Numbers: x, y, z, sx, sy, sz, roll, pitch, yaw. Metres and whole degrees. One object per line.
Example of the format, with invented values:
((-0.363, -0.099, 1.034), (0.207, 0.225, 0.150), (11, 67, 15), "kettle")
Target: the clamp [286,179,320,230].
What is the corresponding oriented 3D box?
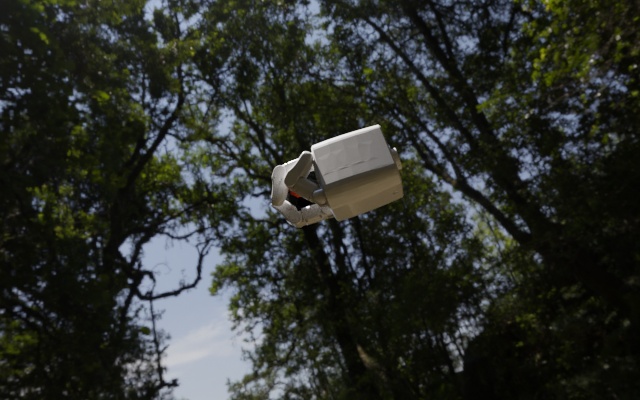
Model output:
((0.000, 0.002, 0.777), (0.120, 0.039, 0.171), (-19, -21, 6), "clamp")
